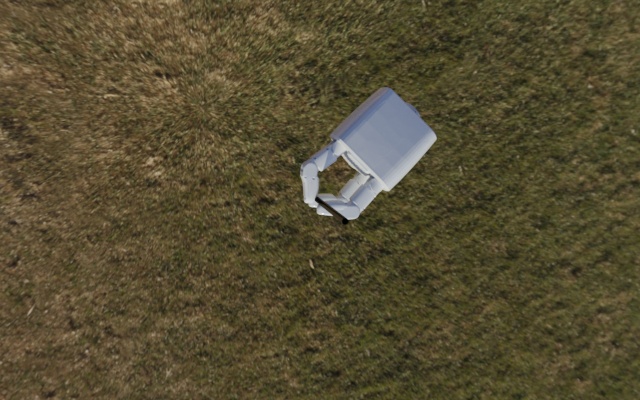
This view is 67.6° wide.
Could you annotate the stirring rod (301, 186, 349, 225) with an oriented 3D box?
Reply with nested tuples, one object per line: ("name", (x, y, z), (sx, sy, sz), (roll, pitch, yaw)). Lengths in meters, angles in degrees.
("stirring rod", (0.000, 0.002, 0.665), (0.011, 0.011, 0.239), (0, 11, -14))
